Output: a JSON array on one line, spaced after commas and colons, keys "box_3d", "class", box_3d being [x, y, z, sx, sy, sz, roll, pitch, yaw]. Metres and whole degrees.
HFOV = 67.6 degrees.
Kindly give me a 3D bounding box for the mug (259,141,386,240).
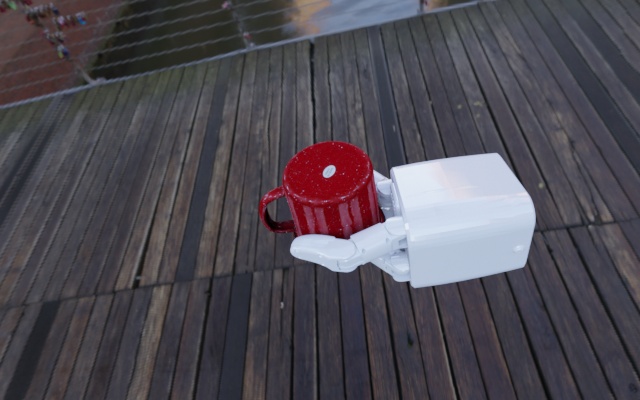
[{"box_3d": [-0.001, 0.002, 0.447, 0.117, 0.093, 0.082, -10, -43, 4], "class": "mug"}]
